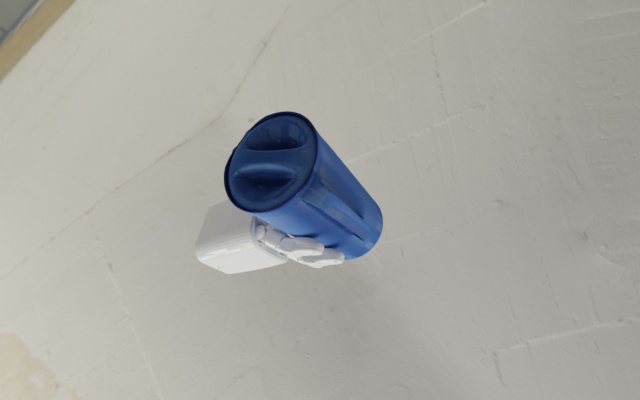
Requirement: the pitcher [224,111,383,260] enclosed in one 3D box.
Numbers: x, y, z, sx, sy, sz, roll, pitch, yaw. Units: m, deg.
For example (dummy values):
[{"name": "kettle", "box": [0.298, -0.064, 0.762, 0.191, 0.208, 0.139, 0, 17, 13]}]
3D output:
[{"name": "pitcher", "box": [0.000, 0.002, 0.642, 0.145, 0.149, 0.243, -18, -31, 24]}]
